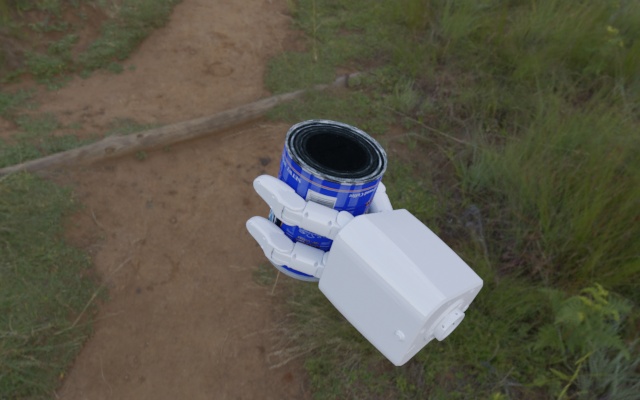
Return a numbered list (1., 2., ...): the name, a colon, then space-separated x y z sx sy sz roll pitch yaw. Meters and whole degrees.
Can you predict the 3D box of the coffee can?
1. coffee can: 0.000 0.002 0.504 0.103 0.140 0.102 10 40 -9
